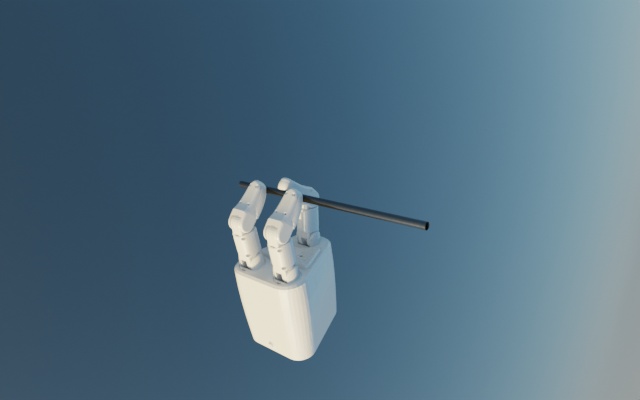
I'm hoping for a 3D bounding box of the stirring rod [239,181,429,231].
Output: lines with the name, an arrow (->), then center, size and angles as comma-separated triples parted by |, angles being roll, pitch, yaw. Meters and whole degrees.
stirring rod -> 0.000, 0.002, 0.491 | 0.239, 0.011, 0.011 | 13, 8, 37
